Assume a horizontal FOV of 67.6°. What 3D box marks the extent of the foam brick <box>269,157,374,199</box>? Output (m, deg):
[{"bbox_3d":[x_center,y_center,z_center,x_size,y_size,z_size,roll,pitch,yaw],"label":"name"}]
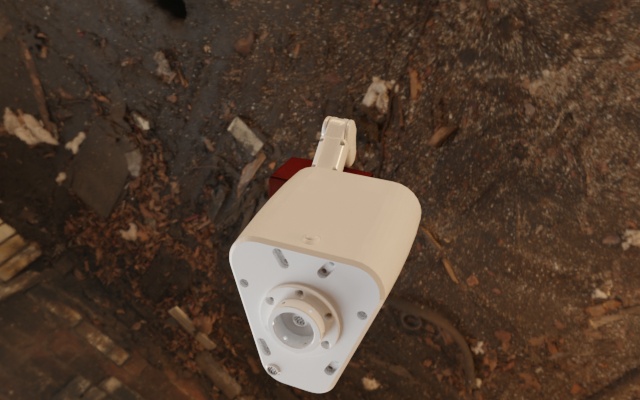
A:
[{"bbox_3d":[0.000,0.001,0.403,0.078,0.053,0.051,12,29,16],"label":"foam brick"}]
